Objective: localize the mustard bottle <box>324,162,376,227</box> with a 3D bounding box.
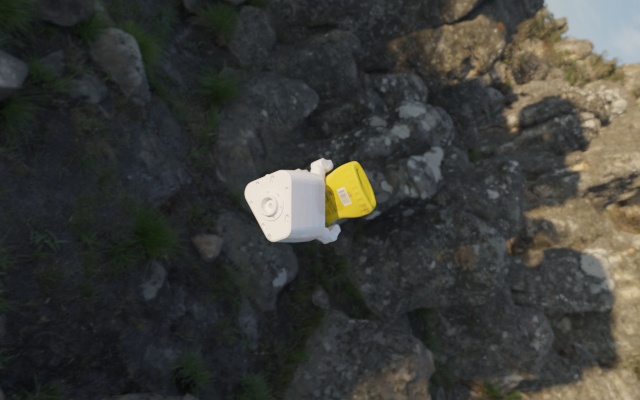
[{"bbox_3d":[0.001,0.003,0.890,0.191,0.096,0.058,-20,13,27],"label":"mustard bottle"}]
